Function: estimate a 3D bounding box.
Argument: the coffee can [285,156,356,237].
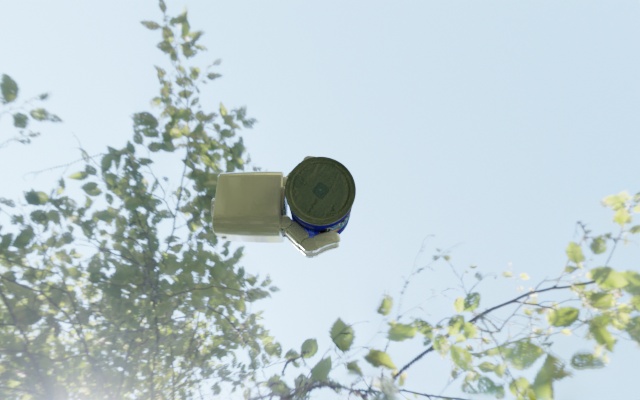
[{"bbox_3d":[0.000,0.002,0.753,0.103,0.102,0.140,0,-15,0],"label":"coffee can"}]
